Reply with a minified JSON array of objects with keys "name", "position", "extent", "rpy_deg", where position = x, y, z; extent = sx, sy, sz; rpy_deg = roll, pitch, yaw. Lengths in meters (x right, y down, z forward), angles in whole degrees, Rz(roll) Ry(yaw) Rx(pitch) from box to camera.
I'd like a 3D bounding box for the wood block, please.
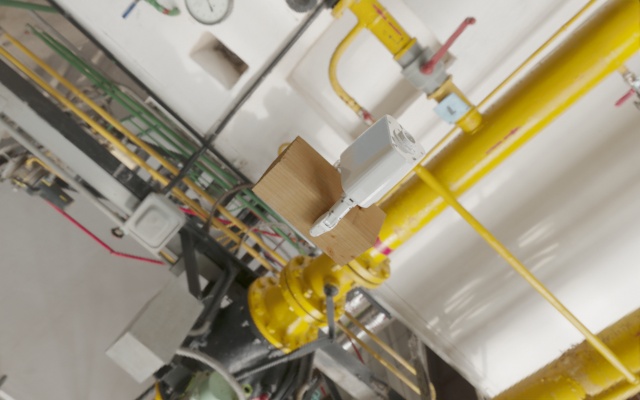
[{"name":"wood block","position":[0.000,0.003,0.812],"extent":[0.090,0.206,0.090],"rpy_deg":[-40,13,41]}]
